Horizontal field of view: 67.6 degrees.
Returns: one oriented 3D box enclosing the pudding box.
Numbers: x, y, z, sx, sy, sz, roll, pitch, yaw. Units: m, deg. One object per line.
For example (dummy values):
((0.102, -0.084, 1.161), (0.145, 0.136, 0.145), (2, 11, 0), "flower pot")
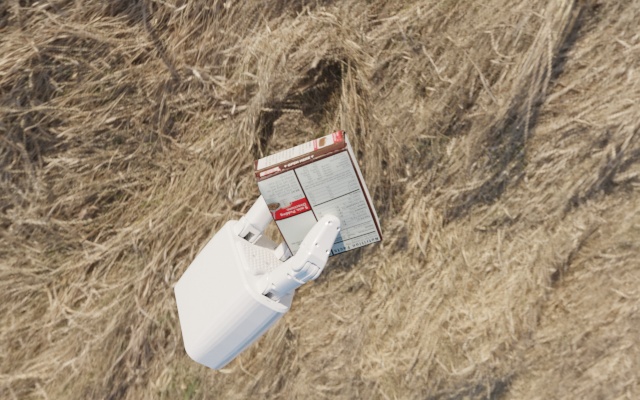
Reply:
((0.000, 0.002, 0.447), (0.090, 0.114, 0.039), (-19, 34, 7), "pudding box")
